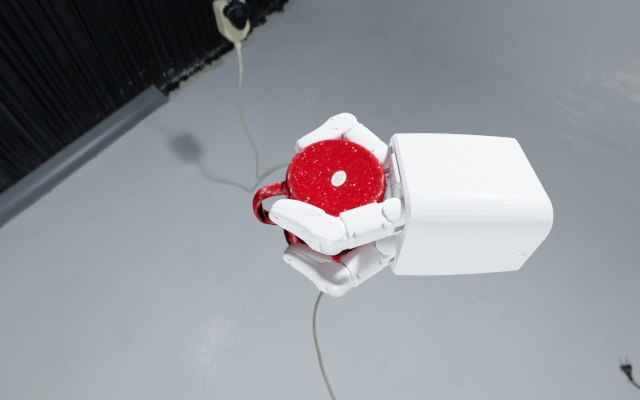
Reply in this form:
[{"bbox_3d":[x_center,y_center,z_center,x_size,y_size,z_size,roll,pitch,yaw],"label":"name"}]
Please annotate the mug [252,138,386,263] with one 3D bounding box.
[{"bbox_3d":[-0.001,0.001,0.411,0.117,0.093,0.082,0,-32,0],"label":"mug"}]
